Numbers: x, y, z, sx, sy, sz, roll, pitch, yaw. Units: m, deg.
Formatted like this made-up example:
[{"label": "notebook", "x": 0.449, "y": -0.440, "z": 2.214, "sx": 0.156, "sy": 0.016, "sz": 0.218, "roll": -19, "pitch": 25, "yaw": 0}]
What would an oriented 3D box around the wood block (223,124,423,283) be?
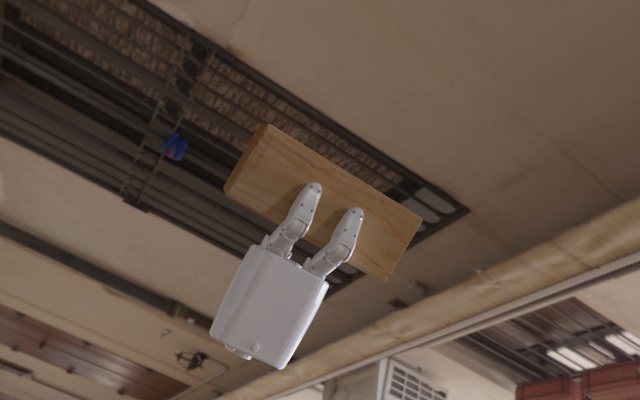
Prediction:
[{"label": "wood block", "x": 0.000, "y": 0.002, "z": 0.560, "sx": 0.206, "sy": 0.090, "sz": 0.091, "roll": 31, "pitch": -1, "yaw": -16}]
